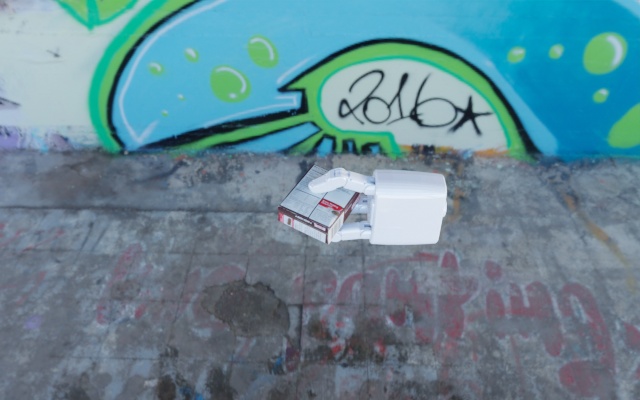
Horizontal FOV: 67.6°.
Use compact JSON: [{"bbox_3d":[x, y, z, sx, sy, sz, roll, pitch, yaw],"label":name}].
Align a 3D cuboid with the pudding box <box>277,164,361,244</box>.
[{"bbox_3d":[0.000,0.002,0.734,0.090,0.039,0.113,23,48,18],"label":"pudding box"}]
